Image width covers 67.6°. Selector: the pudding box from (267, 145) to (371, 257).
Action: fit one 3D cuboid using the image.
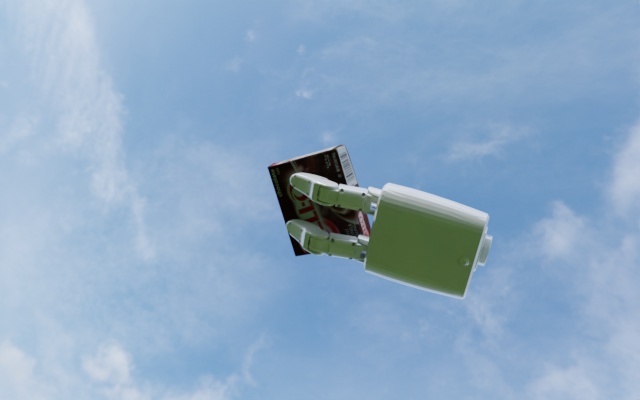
[{"bbox_3d":[0.000,0.002,0.541,0.090,0.113,0.039,-13,7,26],"label":"pudding box"}]
